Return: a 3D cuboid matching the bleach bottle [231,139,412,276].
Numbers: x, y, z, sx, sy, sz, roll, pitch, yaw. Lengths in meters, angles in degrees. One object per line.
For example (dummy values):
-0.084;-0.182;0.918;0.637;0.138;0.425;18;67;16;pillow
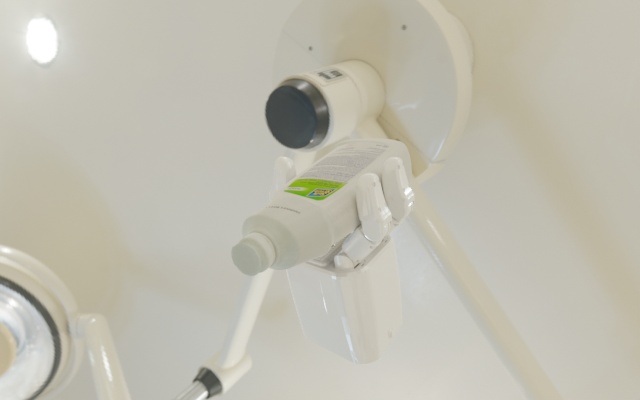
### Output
0.000;0.001;0.467;0.102;0.068;0.250;2;21;33;bleach bottle
